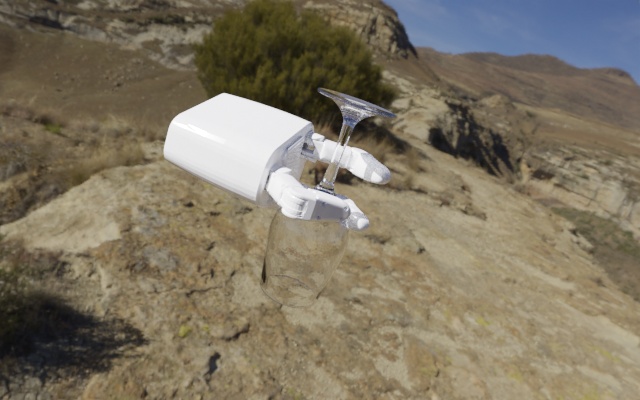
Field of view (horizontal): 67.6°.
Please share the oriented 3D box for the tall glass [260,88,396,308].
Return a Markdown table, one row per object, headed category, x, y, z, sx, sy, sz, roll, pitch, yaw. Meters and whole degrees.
| category | x | y | z | sx | sy | sz | roll | pitch | yaw |
| --- | --- | --- | --- | --- | --- | --- | --- | --- | --- |
| tall glass | 0.000 | 0.001 | 0.454 | 0.079 | 0.201 | 0.079 | 18 | 17 | -5 |
